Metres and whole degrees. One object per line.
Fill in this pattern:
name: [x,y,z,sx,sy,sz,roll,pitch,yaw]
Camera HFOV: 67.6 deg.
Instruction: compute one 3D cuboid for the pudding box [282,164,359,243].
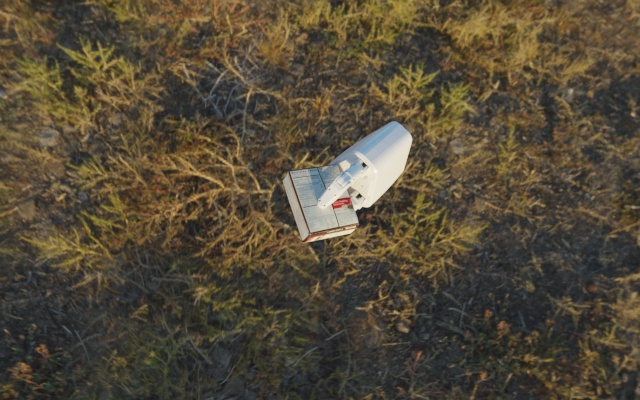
pudding box: [0.000,0.002,0.747,0.090,0.113,0.039,-10,-23,-24]
